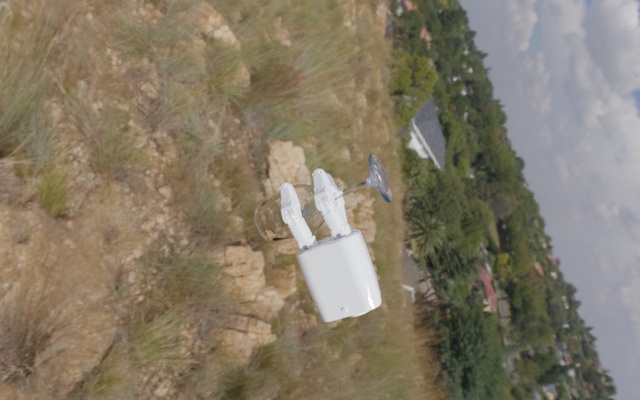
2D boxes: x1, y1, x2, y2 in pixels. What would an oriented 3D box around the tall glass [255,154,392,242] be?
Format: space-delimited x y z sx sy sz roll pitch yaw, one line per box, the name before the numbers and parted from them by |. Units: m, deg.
tall glass | 0.001 0.002 0.711 0.201 0.079 0.079 -21 -9 23
